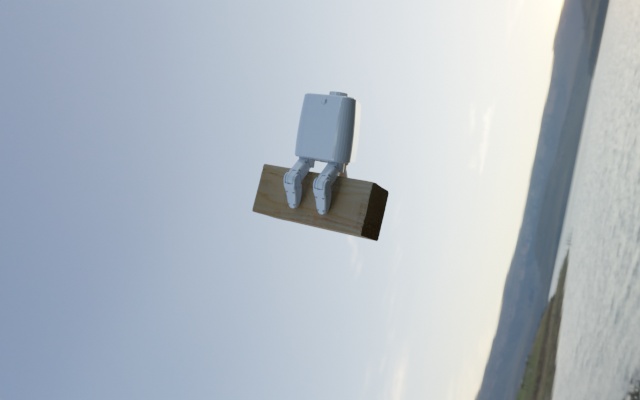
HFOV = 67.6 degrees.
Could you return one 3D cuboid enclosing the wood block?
[{"bbox_3d":[0.000,0.002,0.823,0.206,0.090,0.091,11,-4,27],"label":"wood block"}]
